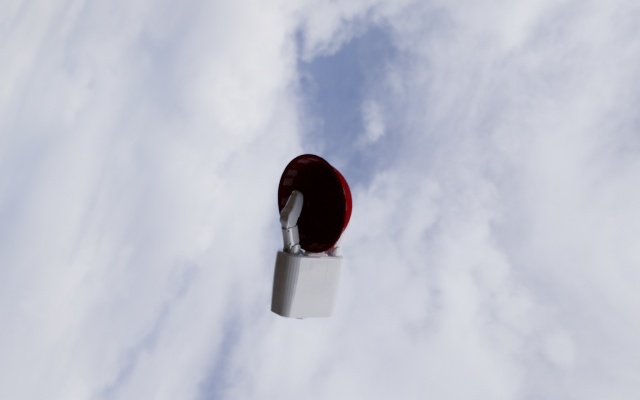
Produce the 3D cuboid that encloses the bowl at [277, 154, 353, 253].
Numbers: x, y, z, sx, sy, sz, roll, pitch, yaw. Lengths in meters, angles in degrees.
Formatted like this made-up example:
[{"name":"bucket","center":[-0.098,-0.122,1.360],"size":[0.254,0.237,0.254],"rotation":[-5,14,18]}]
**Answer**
[{"name":"bowl","center":[0.001,0.001,0.784],"size":[0.055,0.162,0.162],"rotation":[-9,6,-44]}]
